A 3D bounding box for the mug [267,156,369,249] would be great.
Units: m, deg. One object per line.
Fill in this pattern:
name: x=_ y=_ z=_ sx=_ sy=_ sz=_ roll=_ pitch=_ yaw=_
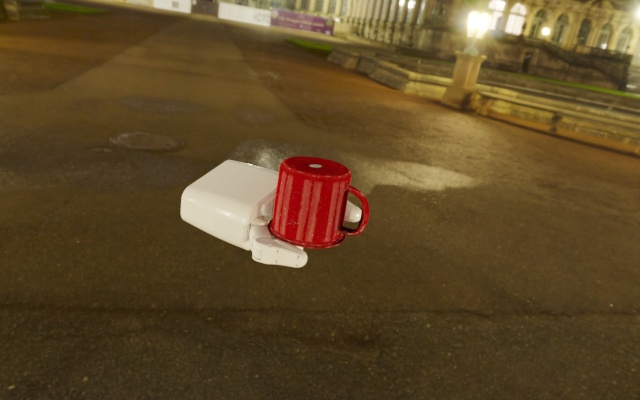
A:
mug: x=0.001 y=0.002 z=0.541 sx=0.117 sy=0.081 sz=0.093 roll=18 pitch=22 yaw=24
